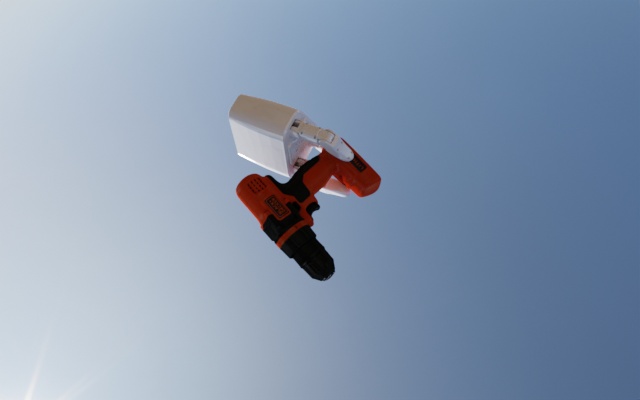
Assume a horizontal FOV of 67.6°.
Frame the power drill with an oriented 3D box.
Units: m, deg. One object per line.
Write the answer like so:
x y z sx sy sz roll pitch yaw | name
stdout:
0.000 0.002 0.692 0.187 0.184 0.057 -36 -12 -30 | power drill
